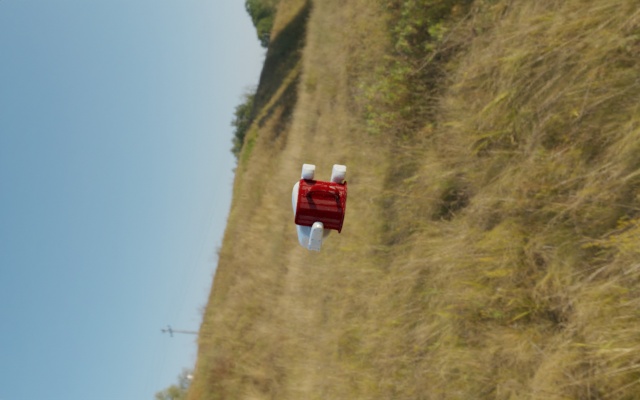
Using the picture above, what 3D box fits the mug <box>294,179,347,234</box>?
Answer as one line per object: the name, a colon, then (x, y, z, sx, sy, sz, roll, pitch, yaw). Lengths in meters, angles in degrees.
mug: (0.000, 0.002, 0.816, 0.081, 0.093, 0.117, 7, -20, -3)
